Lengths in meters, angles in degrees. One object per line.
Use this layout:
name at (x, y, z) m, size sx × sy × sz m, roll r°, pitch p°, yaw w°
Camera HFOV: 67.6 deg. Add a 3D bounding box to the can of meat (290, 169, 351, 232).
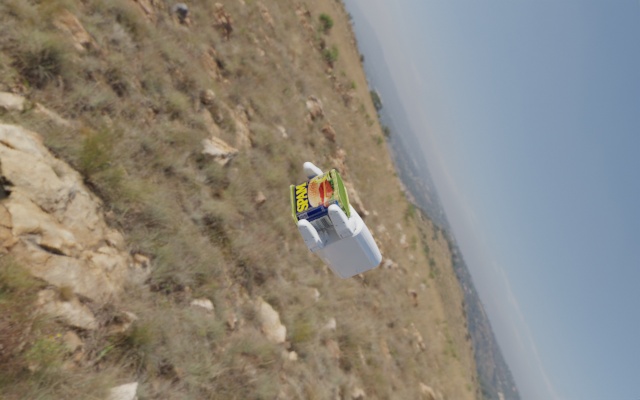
can of meat at (0.000, 0.002, 0.795) m, size 0.084 × 0.057 × 0.102 m, roll -23°, pitch 38°, yaw 13°
